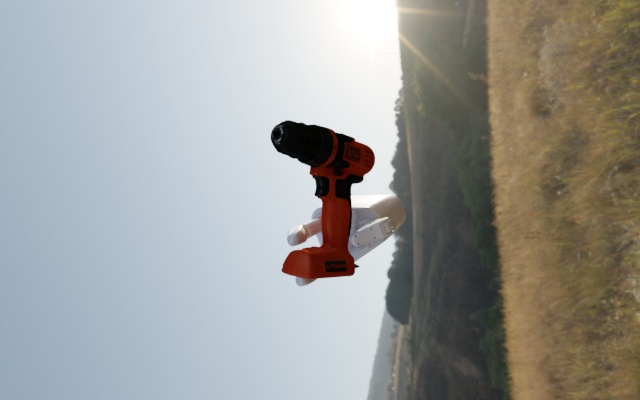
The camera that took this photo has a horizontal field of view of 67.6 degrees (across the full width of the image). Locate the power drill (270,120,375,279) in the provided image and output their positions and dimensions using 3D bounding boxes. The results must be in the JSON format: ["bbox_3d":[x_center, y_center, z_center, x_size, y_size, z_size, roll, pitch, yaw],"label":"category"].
[{"bbox_3d":[0.000,0.002,0.602,0.057,0.187,0.184,7,-1,41],"label":"power drill"}]
